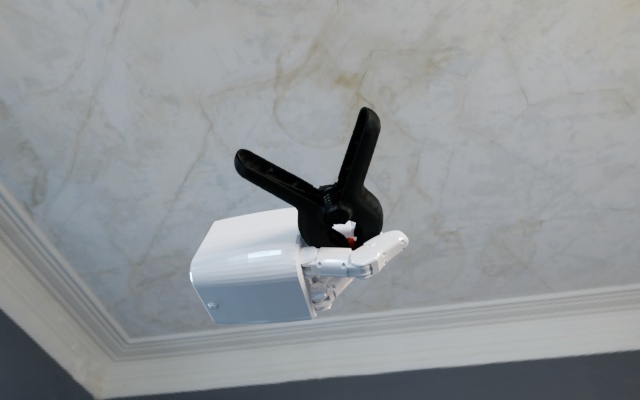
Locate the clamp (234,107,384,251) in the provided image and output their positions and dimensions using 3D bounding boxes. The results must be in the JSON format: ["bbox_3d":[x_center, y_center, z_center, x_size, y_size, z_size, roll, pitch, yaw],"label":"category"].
[{"bbox_3d":[0.000,0.001,0.423,0.120,0.172,0.039,-7,41,8],"label":"clamp"}]
